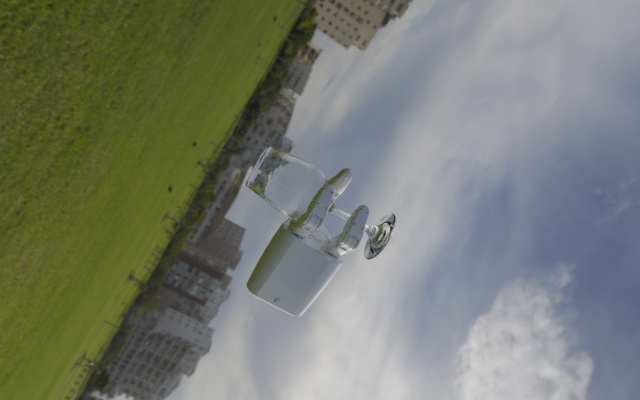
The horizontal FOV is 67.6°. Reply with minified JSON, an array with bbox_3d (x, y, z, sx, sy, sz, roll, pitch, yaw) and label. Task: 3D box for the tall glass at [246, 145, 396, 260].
[{"bbox_3d":[0.001,0.002,0.651,0.201,0.079,0.079,30,-7,-13],"label":"tall glass"}]
